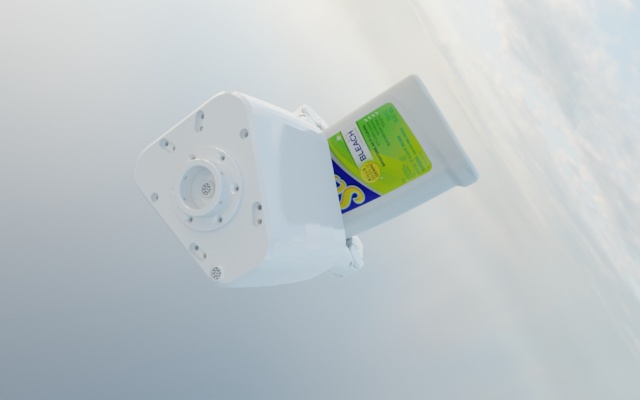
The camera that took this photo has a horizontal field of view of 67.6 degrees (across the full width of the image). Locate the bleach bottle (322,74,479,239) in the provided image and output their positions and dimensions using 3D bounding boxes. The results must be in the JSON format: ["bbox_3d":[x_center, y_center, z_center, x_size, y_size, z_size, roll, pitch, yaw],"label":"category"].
[{"bbox_3d":[0.000,0.001,0.418,0.251,0.102,0.068,-32,-15,18],"label":"bleach bottle"}]
